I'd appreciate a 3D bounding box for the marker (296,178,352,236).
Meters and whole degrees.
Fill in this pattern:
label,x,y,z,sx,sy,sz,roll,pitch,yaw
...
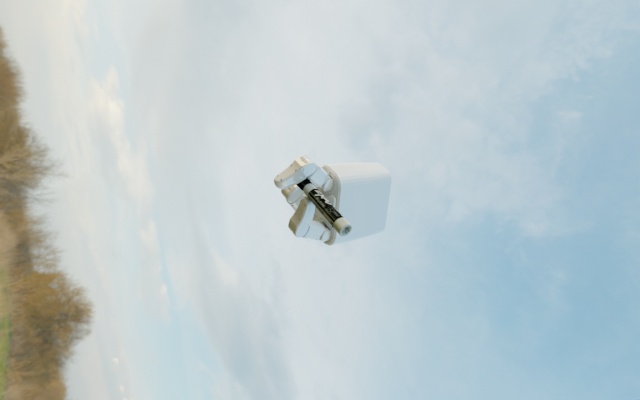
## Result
label,x,y,z,sx,sy,sz,roll,pitch,yaw
marker,0.000,0.002,0.622,0.020,0.020,0.121,0,35,-40
